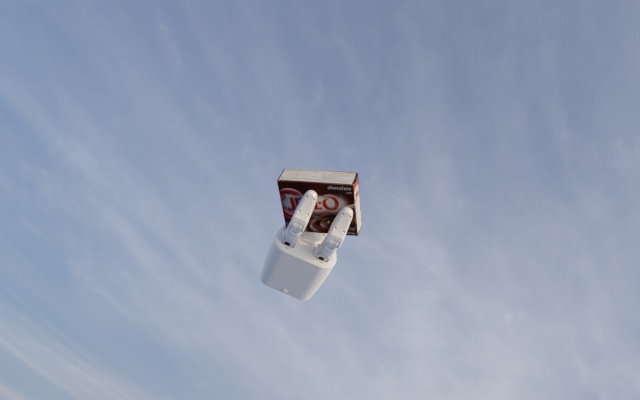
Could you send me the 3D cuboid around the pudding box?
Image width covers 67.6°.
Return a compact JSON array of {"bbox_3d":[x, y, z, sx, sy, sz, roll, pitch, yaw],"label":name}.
[{"bbox_3d":[0.000,0.002,0.683,0.113,0.090,0.039,2,38,14],"label":"pudding box"}]
